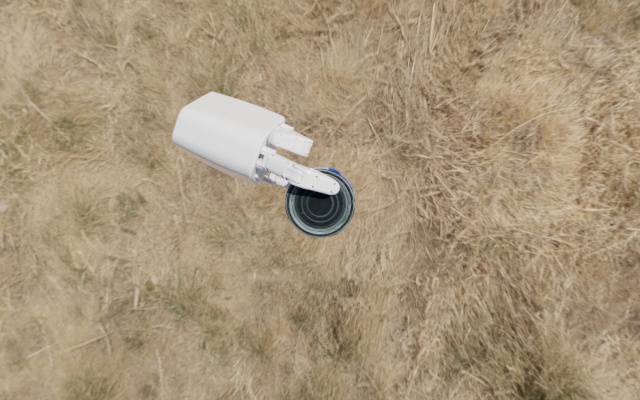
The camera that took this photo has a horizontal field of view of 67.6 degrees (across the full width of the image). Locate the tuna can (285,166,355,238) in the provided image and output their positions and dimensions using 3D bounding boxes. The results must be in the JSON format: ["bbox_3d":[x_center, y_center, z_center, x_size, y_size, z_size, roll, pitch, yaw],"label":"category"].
[{"bbox_3d":[0.000,0.002,0.582,0.086,0.086,0.033,0,8,3],"label":"tuna can"}]
